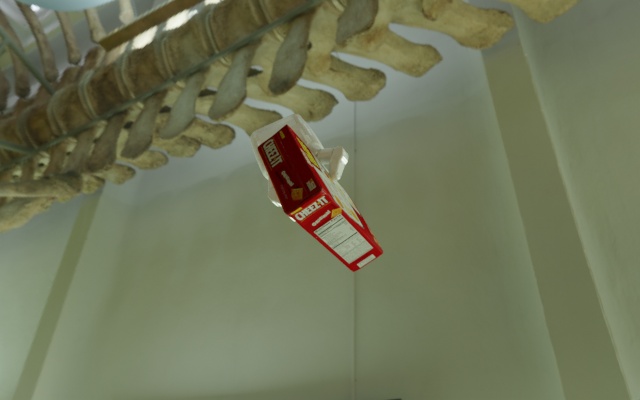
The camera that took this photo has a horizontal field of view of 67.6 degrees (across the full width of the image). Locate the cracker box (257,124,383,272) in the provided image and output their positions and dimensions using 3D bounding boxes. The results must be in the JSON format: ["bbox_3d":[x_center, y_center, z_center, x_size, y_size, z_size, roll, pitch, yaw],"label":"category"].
[{"bbox_3d":[0.000,0.003,0.775,0.072,0.164,0.214,-36,-43,8],"label":"cracker box"}]
